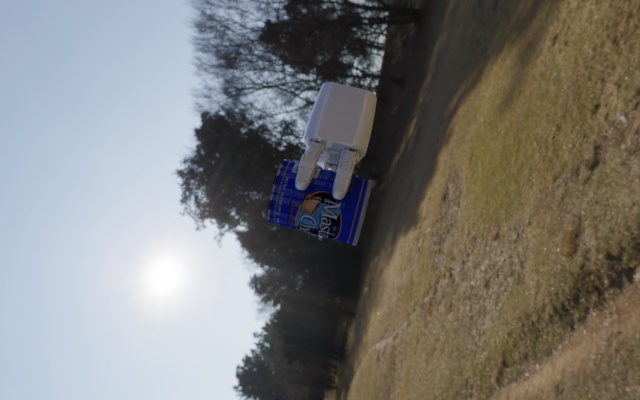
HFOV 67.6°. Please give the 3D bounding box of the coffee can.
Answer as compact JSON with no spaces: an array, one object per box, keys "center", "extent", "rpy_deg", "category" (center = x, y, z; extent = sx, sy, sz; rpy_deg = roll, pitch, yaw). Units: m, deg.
[{"center":[0.000,0.003,0.732],"extent":[0.140,0.103,0.103],"rpy_deg":[14,1,4],"category":"coffee can"}]
